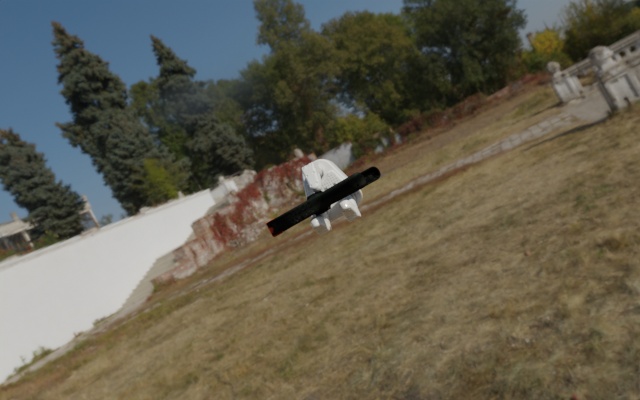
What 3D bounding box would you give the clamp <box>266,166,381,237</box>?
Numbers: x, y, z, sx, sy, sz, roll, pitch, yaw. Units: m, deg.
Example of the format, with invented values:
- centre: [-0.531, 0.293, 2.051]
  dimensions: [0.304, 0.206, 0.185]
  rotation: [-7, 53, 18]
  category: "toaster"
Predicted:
- centre: [-0.001, 0.002, 0.776]
  dimensions: [0.210, 0.036, 0.164]
  rotation: [-29, -2, 10]
  category: "clamp"
